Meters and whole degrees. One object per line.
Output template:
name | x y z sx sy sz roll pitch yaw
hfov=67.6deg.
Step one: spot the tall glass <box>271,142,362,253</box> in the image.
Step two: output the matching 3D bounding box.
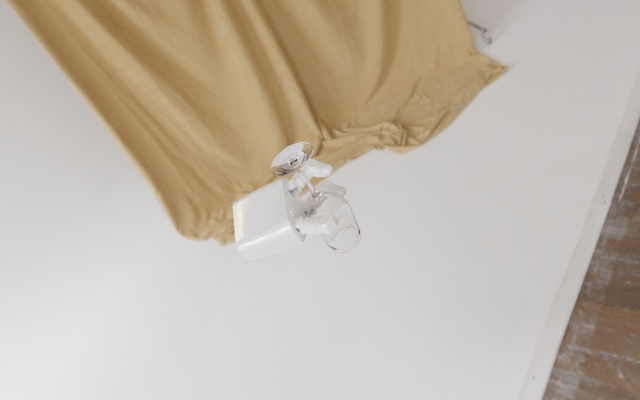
tall glass | 0.000 0.002 0.788 0.079 0.079 0.201 0 -42 38
